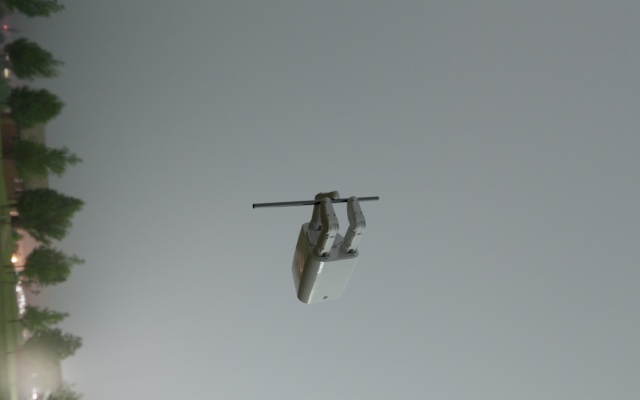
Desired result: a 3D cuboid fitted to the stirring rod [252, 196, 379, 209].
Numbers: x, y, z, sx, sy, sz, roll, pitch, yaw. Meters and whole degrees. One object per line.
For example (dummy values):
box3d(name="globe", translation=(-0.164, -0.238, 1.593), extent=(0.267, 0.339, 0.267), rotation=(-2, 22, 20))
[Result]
box3d(name="stirring rod", translation=(0.000, 0.003, 0.792), extent=(0.239, 0.011, 0.011), rotation=(-3, 2, -31))
